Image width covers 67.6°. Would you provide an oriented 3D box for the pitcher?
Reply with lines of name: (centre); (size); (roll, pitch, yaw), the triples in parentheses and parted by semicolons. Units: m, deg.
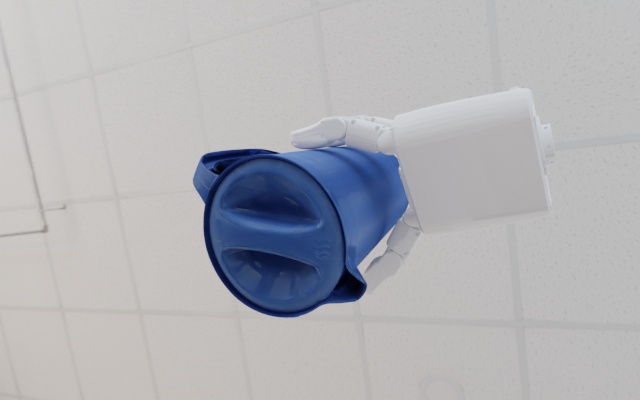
pitcher: (0.000, 0.002, 0.479); (0.145, 0.149, 0.243); (-13, 5, 27)
